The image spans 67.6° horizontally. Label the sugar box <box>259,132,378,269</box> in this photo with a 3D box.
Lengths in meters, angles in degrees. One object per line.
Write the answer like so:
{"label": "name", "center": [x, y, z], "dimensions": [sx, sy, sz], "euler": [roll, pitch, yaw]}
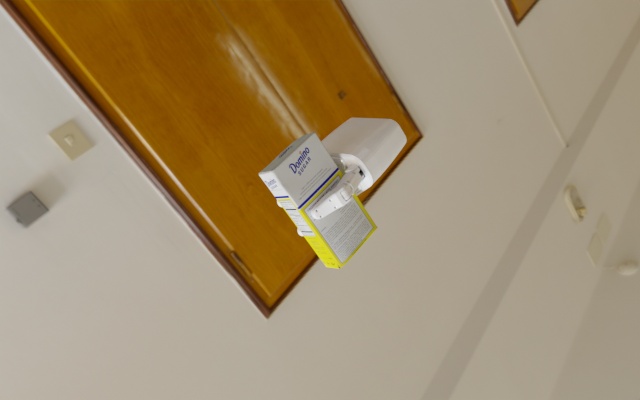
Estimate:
{"label": "sugar box", "center": [0.000, 0.002, 0.678], "dimensions": [0.093, 0.176, 0.048], "euler": [-45, 20, -28]}
